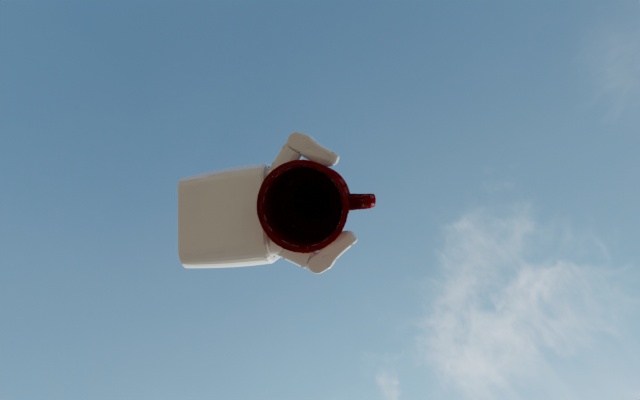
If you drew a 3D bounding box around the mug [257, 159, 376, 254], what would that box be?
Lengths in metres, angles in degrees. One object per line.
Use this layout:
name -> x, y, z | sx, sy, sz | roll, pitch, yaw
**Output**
mug -> 0.002, 0.001, 0.507 | 0.117, 0.093, 0.081 | -6, 4, 11
